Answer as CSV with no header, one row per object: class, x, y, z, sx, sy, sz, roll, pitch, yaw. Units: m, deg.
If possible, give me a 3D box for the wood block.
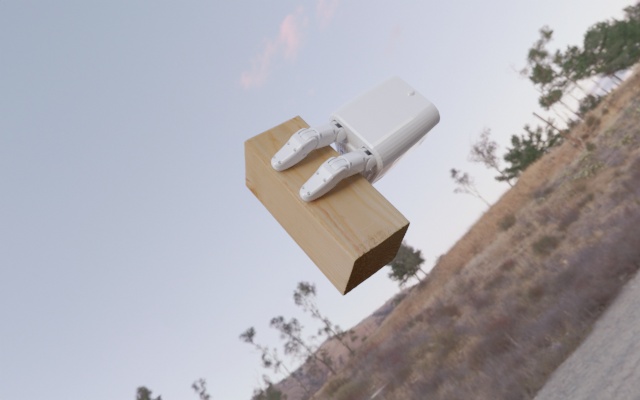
wood block,0.000,0.002,0.596,0.090,0.206,0.091,-31,-27,-26
